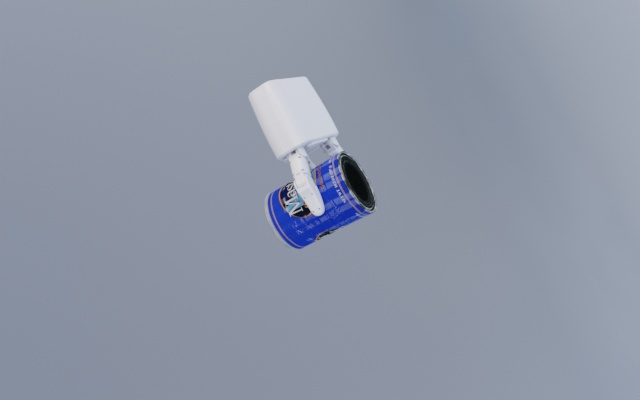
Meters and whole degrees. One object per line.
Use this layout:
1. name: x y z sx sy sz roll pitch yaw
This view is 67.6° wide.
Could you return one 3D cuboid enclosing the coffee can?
1. coffee can: 0.000 0.003 0.730 0.140 0.103 0.103 -29 -12 23
